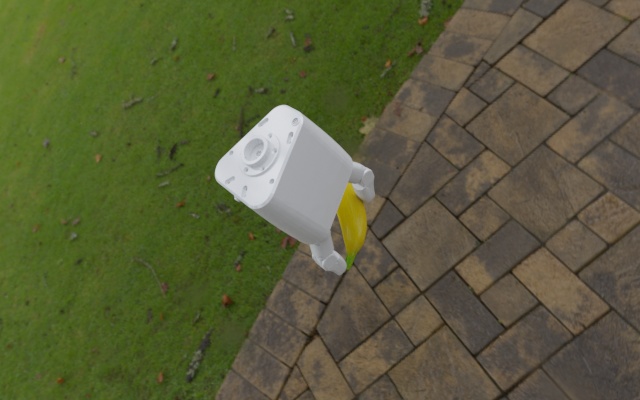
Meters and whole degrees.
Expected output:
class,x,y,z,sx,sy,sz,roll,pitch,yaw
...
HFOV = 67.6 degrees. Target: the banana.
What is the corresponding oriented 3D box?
class,x,y,z,sx,sy,sz,roll,pitch,yaw
banana,0.016,-0.006,0.646,0.069,0.197,0.037,-36,-35,15
